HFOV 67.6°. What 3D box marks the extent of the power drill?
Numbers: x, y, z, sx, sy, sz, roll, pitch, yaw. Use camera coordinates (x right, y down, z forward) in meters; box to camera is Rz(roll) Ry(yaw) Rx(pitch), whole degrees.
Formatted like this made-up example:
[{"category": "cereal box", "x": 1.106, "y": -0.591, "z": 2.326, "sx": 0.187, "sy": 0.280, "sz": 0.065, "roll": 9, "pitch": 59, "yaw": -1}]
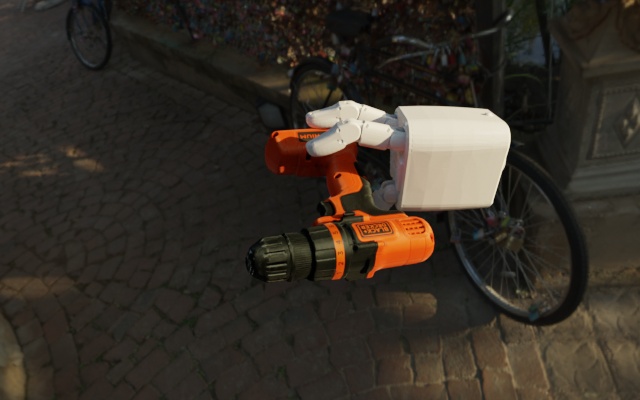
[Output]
[{"category": "power drill", "x": 0.000, "y": 0.001, "z": 0.492, "sx": 0.184, "sy": 0.057, "sz": 0.187, "roll": -4, "pitch": 45, "yaw": -22}]
